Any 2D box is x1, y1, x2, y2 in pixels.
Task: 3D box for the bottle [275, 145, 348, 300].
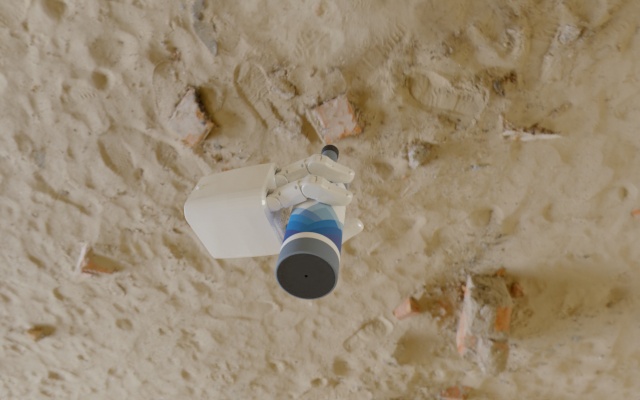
[{"bbox_3d":[0.000,0.002,0.620,0.069,0.069,0.295,0,32,7],"label":"bottle"}]
